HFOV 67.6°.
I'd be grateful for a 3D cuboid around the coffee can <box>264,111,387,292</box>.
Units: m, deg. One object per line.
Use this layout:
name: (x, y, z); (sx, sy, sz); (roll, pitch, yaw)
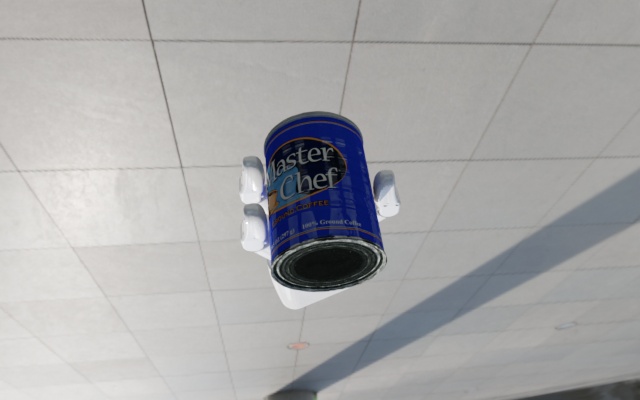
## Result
coffee can: (0.000, 0.001, 0.453); (0.103, 0.140, 0.103); (-5, -34, -3)
